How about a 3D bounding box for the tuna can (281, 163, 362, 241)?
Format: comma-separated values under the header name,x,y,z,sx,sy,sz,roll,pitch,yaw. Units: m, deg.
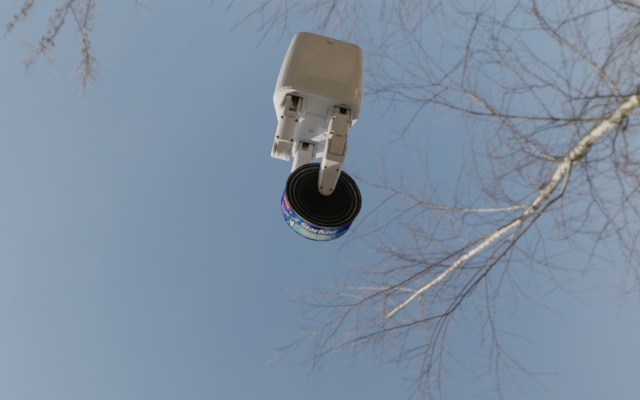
name,x,y,z,sx,sy,sz,roll,pitch,yaw
tuna can,0.000,0.002,0.528,0.086,0.086,0.034,0,-34,-18
